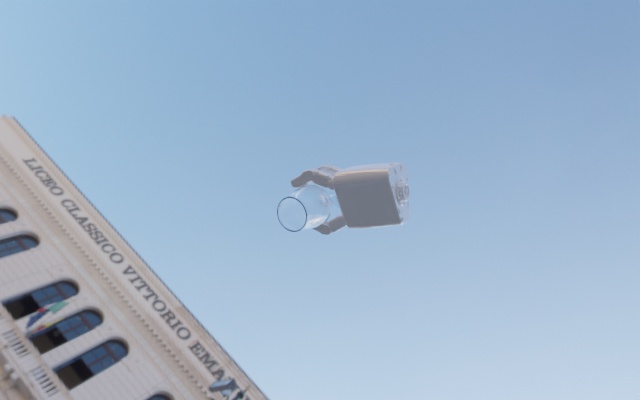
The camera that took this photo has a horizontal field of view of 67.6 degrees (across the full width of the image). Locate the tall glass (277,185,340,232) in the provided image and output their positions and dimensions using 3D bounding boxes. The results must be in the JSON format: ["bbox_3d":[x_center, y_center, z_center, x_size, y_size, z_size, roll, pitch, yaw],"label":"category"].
[{"bbox_3d":[0.000,0.003,0.899,0.079,0.079,0.201,0,12,31],"label":"tall glass"}]
